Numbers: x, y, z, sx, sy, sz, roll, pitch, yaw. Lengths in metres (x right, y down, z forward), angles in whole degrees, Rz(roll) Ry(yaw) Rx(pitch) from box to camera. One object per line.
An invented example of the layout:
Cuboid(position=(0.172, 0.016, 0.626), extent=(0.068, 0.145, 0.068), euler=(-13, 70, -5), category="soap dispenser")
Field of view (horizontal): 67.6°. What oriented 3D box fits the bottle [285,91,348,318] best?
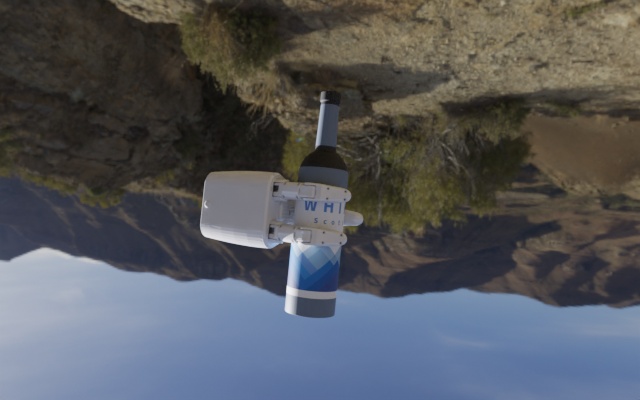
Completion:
Cuboid(position=(0.000, 0.002, 0.637), extent=(0.069, 0.295, 0.069), euler=(6, -2, 0), category="bottle")
